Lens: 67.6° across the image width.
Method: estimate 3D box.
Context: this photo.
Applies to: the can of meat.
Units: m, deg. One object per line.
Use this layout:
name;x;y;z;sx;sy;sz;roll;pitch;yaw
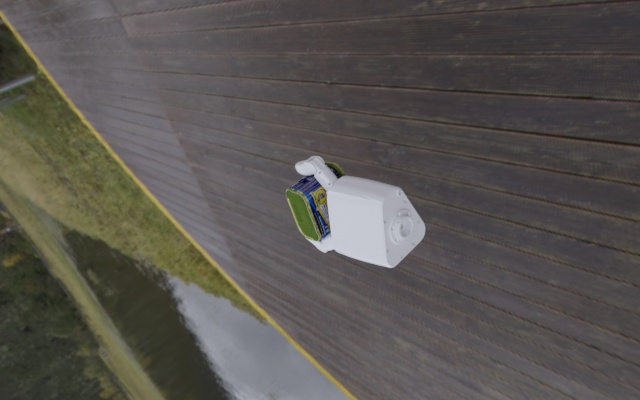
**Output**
can of meat;0.000;0.003;0.756;0.084;0.102;0.057;-38;34;-29
